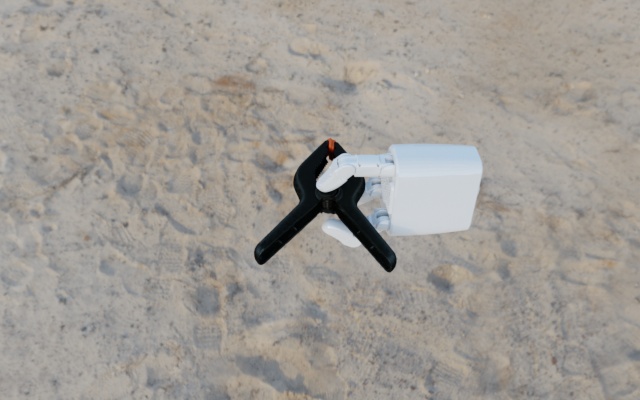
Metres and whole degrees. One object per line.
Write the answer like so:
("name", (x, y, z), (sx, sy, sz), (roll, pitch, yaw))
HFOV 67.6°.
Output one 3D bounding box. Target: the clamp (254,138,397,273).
("clamp", (0.000, 0.001, 0.606), (0.164, 0.209, 0.036), (-1, -40, -4))
